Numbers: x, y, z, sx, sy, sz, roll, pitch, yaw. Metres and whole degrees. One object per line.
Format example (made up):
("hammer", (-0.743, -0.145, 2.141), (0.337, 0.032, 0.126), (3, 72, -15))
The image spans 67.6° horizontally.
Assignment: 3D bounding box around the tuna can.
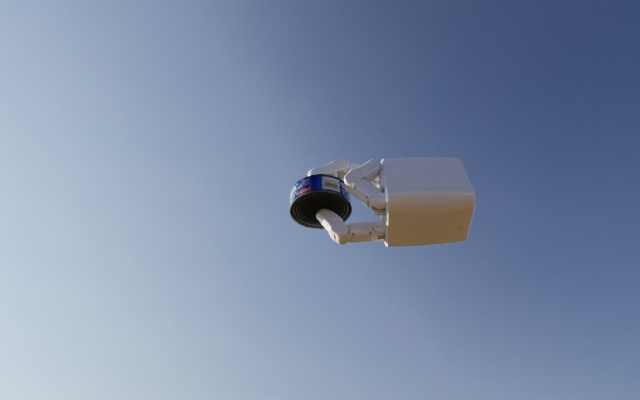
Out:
("tuna can", (0.000, 0.002, 0.666), (0.086, 0.033, 0.086), (-1, -38, -1))
